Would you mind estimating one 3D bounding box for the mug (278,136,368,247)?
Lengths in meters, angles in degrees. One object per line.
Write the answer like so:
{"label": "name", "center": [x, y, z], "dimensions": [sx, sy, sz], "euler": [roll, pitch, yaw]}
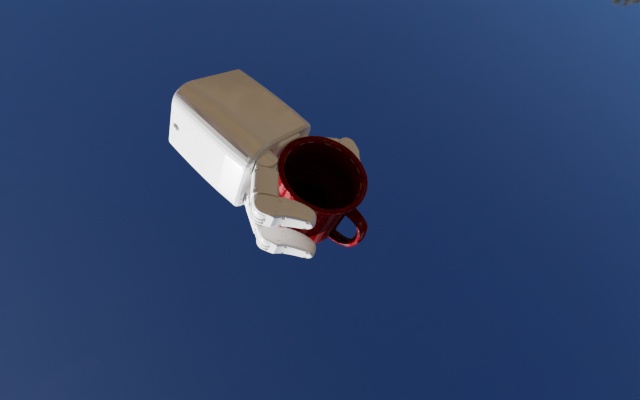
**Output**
{"label": "mug", "center": [0.001, 0.003, 0.498], "dimensions": [0.093, 0.117, 0.081], "euler": [-42, -10, -36]}
